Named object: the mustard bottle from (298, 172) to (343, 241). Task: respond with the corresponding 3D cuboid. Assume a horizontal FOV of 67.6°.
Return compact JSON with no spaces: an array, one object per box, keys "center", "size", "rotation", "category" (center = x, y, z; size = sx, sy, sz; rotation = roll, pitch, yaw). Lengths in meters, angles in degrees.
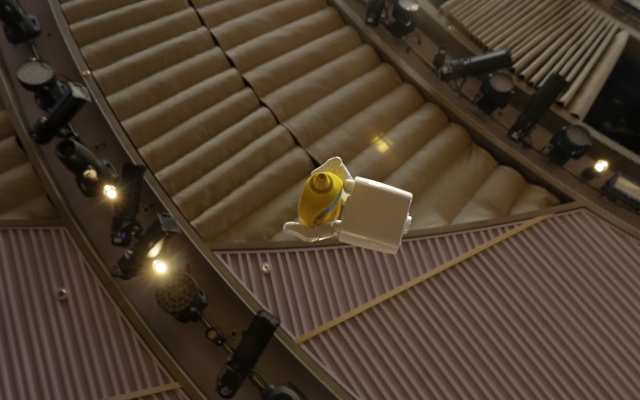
[{"center":[0.000,0.003,0.841],"size":[0.058,0.096,0.192],"rotation":[39,-19,14],"category":"mustard bottle"}]
